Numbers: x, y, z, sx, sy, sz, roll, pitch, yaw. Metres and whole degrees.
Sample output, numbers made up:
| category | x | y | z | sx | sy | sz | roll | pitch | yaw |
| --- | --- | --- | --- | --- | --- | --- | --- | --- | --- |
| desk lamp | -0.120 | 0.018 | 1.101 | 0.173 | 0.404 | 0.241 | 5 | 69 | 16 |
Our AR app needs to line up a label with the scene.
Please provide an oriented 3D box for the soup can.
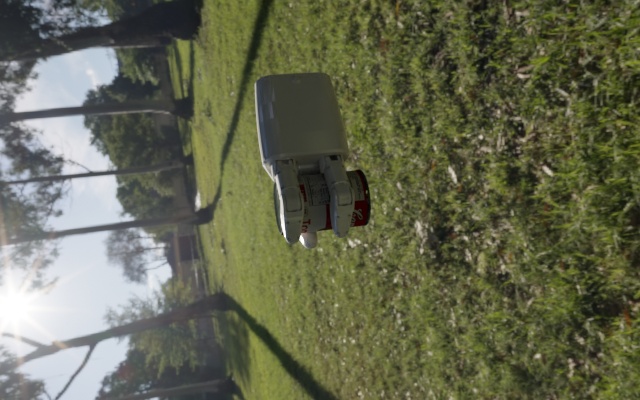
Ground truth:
| category | x | y | z | sx | sy | sz | roll | pitch | yaw |
| --- | --- | --- | --- | --- | --- | --- | --- | --- | --- |
| soup can | 0.000 | 0.002 | 0.557 | 0.102 | 0.068 | 0.068 | -6 | 1 | -12 |
